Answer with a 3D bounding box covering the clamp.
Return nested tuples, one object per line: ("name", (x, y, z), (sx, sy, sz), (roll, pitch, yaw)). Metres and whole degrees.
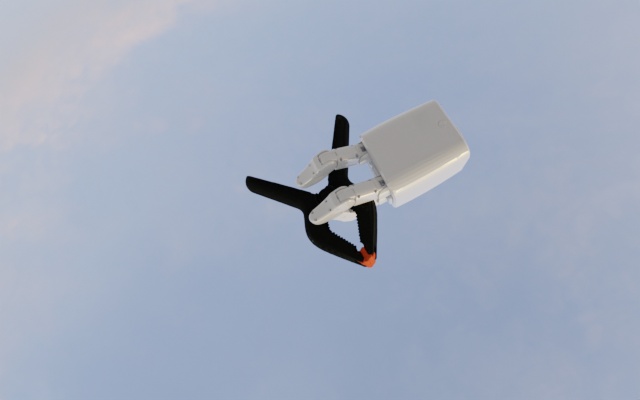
("clamp", (0.001, 0.003, 0.614), (0.164, 0.210, 0.036), (-29, -29, 6))
